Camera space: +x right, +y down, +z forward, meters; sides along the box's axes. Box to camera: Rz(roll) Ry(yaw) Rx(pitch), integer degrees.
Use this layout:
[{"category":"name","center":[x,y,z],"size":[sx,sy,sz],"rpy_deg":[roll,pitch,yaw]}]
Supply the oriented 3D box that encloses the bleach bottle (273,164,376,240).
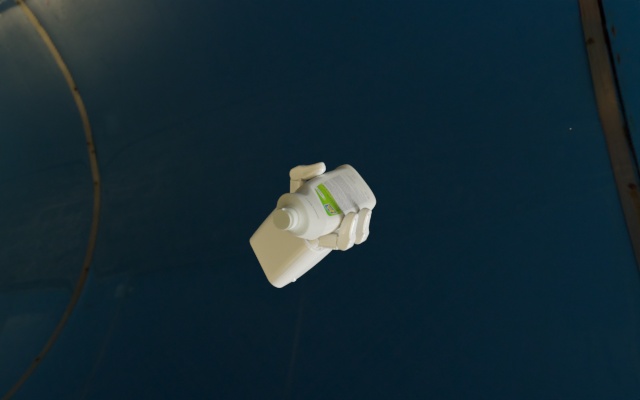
[{"category":"bleach bottle","center":[0.000,0.003,0.751],"size":[0.068,0.102,0.251],"rpy_deg":[-44,-13,26]}]
